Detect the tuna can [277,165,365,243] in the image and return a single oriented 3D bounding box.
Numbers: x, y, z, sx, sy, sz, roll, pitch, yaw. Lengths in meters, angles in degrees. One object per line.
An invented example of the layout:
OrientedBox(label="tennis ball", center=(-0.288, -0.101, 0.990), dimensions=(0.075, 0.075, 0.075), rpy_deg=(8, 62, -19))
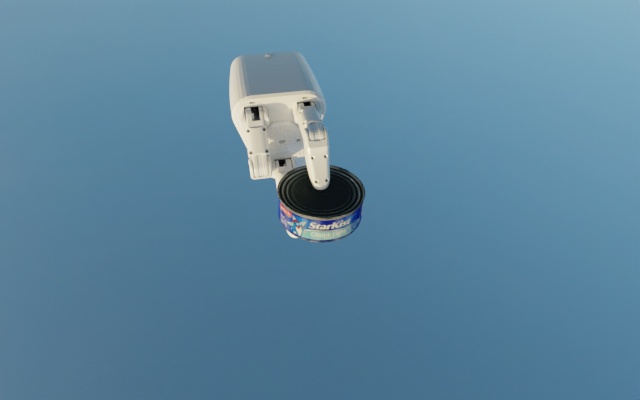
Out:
OrientedBox(label="tuna can", center=(0.000, 0.002, 0.474), dimensions=(0.086, 0.034, 0.086), rpy_deg=(2, 39, -2))
